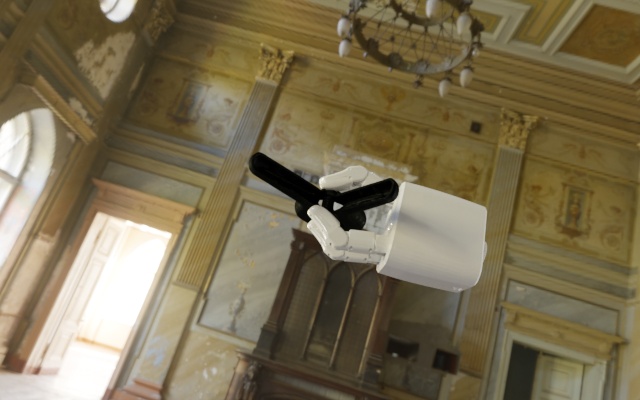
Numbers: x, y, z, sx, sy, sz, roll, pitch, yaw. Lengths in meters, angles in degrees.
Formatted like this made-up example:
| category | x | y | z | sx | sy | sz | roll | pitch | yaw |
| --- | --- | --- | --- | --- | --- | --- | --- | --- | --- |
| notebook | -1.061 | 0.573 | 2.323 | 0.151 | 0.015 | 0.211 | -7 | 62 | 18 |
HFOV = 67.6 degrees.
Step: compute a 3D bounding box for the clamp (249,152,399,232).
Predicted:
| category | x | y | z | sx | sy | sz | roll | pitch | yaw |
| --- | --- | --- | --- | --- | --- | --- | --- | --- | --- |
| clamp | 0.001 | 0.001 | 0.590 | 0.164 | 0.036 | 0.210 | 15 | -19 | 4 |
